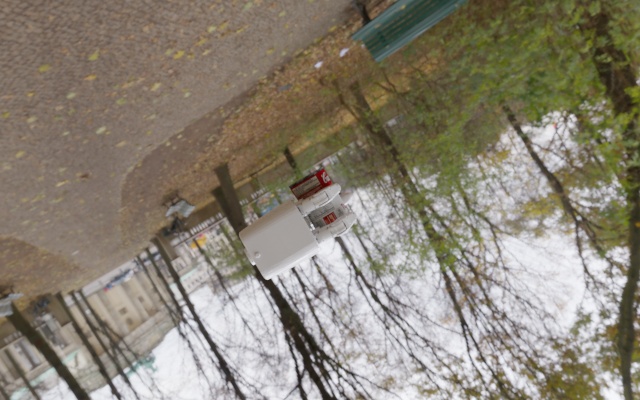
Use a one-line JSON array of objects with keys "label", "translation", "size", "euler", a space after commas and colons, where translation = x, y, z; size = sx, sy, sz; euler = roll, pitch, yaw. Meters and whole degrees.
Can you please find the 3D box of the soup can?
[{"label": "soup can", "translation": [0.001, 0.003, 0.817], "size": [0.068, 0.102, 0.068], "euler": [-30, 4, 2]}]
